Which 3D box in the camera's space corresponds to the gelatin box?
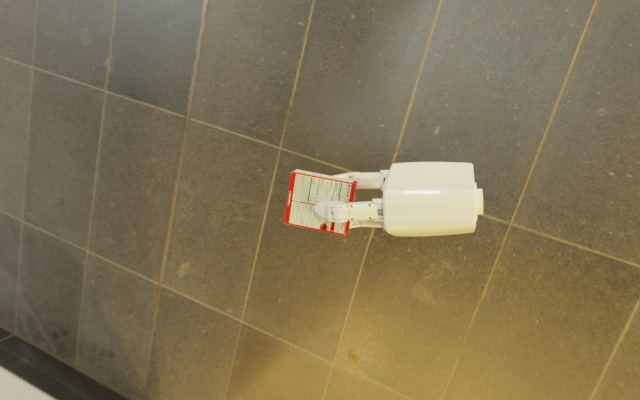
[{"bbox_3d":[0.000,0.002,0.642,0.089,0.073,0.030,11,12,9],"label":"gelatin box"}]
